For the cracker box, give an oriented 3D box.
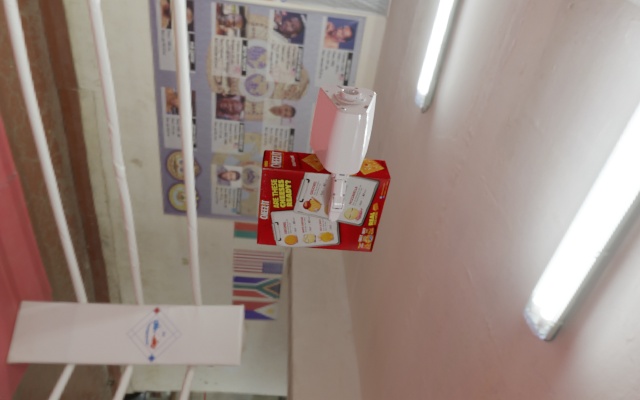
[{"bbox_3d":[0.000,0.003,0.843,0.214,0.164,0.072,5,35,-6],"label":"cracker box"}]
